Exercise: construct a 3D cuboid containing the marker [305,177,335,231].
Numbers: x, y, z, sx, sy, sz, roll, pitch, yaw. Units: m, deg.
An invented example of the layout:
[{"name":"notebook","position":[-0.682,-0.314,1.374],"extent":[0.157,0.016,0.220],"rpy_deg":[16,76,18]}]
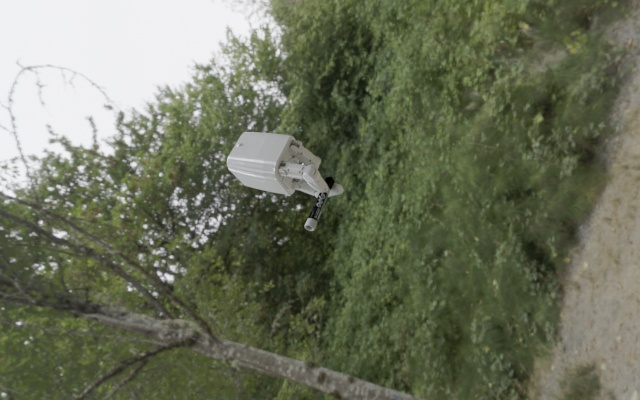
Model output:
[{"name":"marker","position":[0.000,0.003,0.874],"extent":[0.020,0.121,0.020],"rpy_deg":[16,-35,11]}]
